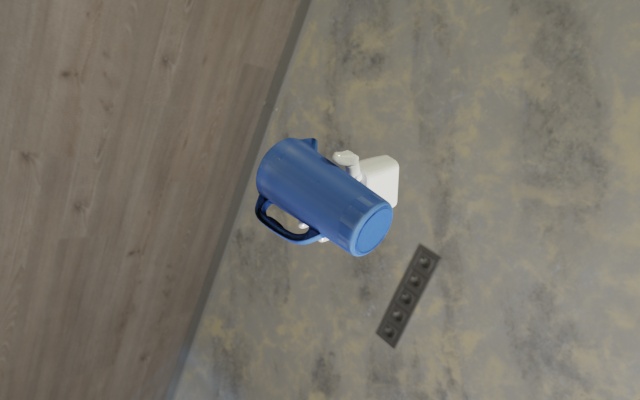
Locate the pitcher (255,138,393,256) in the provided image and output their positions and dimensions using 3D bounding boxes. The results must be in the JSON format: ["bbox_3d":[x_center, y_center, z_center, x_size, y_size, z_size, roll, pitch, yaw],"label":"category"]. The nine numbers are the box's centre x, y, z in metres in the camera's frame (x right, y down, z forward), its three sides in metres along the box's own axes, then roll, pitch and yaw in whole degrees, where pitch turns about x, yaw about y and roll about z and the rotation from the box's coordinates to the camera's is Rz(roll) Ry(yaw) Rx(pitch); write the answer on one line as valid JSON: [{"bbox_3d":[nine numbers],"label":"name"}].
[{"bbox_3d":[0.000,0.003,0.857,0.145,0.149,0.242,-19,43,-42],"label":"pitcher"}]
